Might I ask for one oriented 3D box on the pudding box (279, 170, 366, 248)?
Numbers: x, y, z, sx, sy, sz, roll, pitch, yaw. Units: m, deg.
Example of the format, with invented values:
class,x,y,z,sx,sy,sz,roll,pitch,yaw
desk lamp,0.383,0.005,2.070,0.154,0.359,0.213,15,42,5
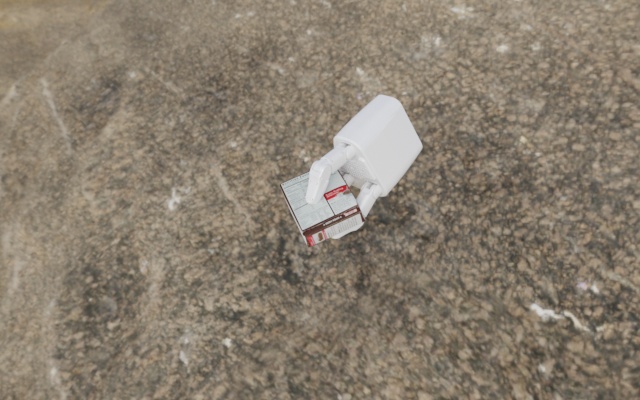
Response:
class,x,y,z,sx,sy,sz,roll,pitch,yaw
pudding box,0.000,0.002,0.685,0.090,0.039,0.113,-25,43,-3
